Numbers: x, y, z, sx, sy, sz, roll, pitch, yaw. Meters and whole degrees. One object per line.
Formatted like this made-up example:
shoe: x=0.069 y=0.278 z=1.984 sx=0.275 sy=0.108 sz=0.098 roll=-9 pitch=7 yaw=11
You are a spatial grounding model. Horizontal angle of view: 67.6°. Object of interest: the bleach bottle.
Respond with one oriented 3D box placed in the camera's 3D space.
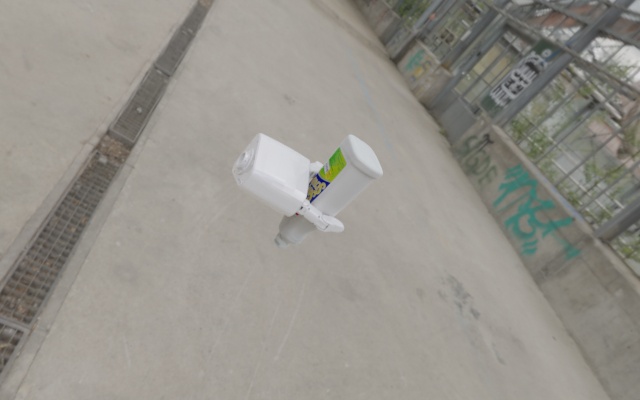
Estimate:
bleach bottle: x=0.000 y=0.003 z=0.863 sx=0.068 sy=0.251 sz=0.102 roll=29 pitch=26 yaw=-27
